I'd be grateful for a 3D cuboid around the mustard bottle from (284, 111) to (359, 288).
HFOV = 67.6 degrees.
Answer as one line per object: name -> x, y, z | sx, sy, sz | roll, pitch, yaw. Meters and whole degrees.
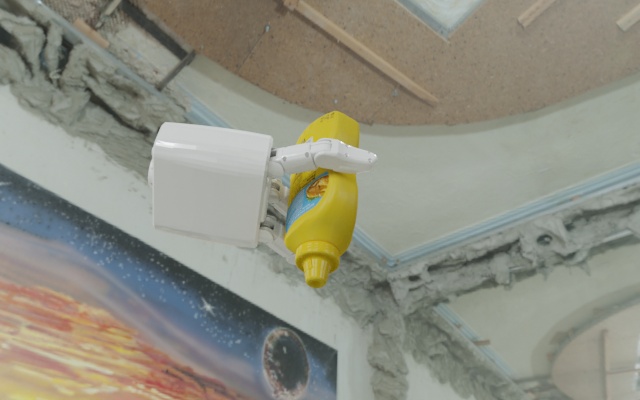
mustard bottle -> 0.000, 0.001, 0.486 | 0.058, 0.191, 0.096 | 27, -46, -24
